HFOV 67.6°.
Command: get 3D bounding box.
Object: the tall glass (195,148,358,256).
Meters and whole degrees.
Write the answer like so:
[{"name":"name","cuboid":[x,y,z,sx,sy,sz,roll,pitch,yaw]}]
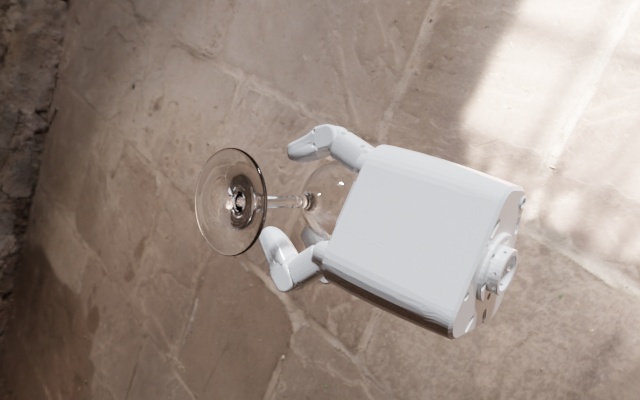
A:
[{"name":"tall glass","cuboid":[0.000,0.001,0.402,0.079,0.079,0.201,0,0,39]}]
